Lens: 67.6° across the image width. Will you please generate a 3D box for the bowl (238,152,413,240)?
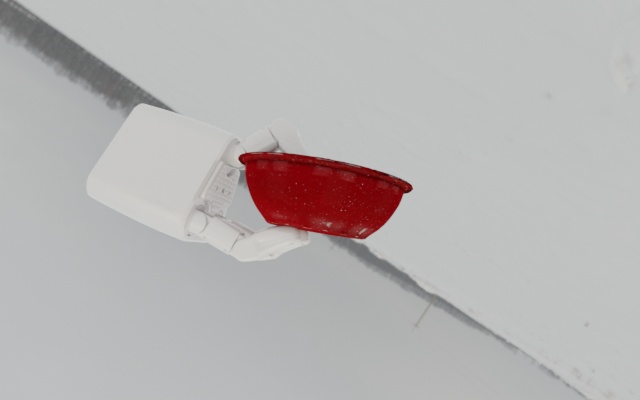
[{"bbox_3d":[0.001,0.002,0.436,0.162,0.055,0.162,10,-5,1],"label":"bowl"}]
